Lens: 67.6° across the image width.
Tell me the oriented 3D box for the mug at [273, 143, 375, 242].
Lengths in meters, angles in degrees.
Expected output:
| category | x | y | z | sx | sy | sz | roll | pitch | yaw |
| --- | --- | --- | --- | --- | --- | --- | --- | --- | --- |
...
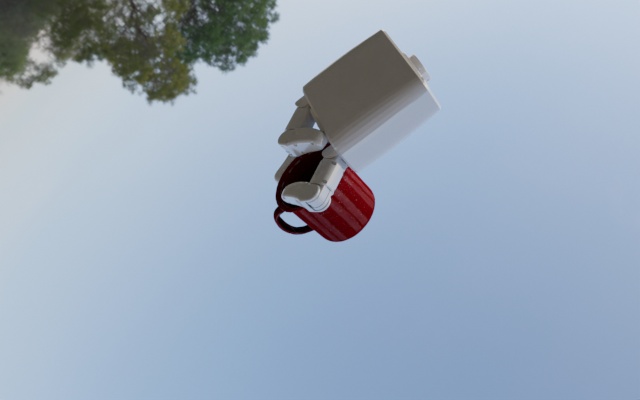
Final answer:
| category | x | y | z | sx | sy | sz | roll | pitch | yaw |
| --- | --- | --- | --- | --- | --- | --- | --- | --- | --- |
| mug | -0.001 | 0.003 | 0.552 | 0.117 | 0.093 | 0.081 | -36 | -53 | 16 |
